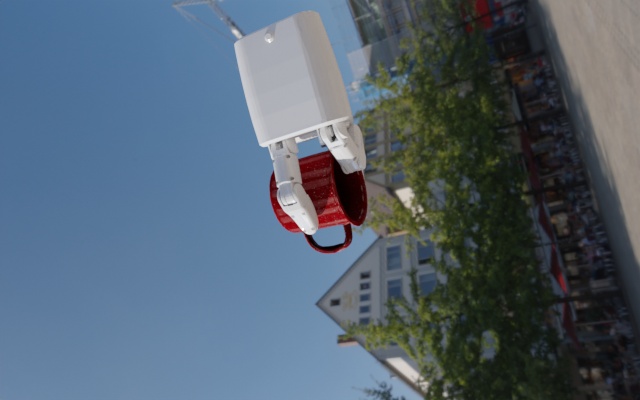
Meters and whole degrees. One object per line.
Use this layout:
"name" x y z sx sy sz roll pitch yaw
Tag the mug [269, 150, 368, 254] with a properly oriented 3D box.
"mug" 0.000 0.003 0.531 0.081 0.117 0.093 -13 3 25
